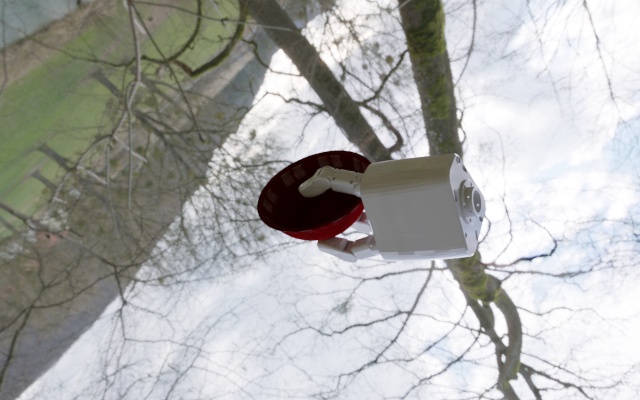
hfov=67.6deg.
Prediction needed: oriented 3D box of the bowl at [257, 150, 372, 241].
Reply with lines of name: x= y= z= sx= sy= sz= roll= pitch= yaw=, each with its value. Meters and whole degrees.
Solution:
bowl: x=-0.001 y=0.002 z=0.635 sx=0.162 sy=0.055 sz=0.162 roll=-14 pitch=37 yaw=11
